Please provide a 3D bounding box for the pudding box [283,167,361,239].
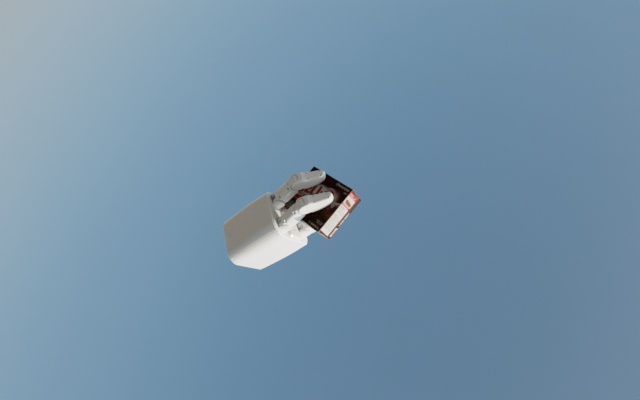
[{"bbox_3d":[0.000,0.003,0.808,0.113,0.090,0.039,34,-7,43],"label":"pudding box"}]
